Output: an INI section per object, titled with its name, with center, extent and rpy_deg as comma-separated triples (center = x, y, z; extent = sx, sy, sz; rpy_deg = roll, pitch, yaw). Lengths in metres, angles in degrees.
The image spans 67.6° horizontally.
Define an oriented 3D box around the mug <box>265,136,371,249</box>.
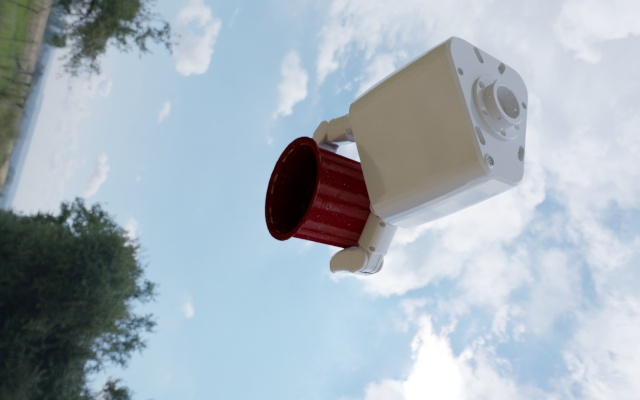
[mug]
center = -0.001, 0.002, 0.441
extent = 0.081, 0.093, 0.117
rpy_deg = 16, -23, -31
